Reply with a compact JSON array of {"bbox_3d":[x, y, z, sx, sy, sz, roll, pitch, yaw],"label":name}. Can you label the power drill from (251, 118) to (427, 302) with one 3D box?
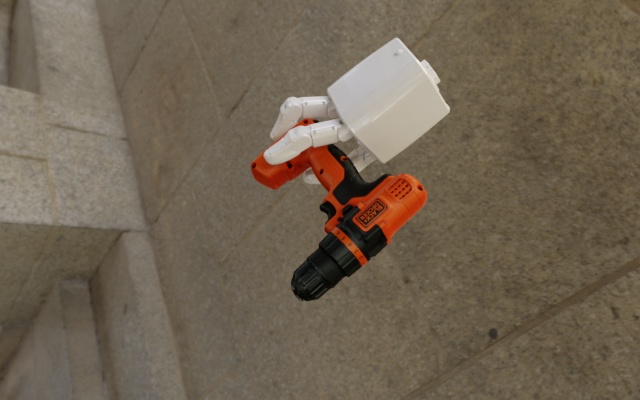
[{"bbox_3d":[0.000,0.001,0.560,0.187,0.184,0.057,45,-10,29],"label":"power drill"}]
